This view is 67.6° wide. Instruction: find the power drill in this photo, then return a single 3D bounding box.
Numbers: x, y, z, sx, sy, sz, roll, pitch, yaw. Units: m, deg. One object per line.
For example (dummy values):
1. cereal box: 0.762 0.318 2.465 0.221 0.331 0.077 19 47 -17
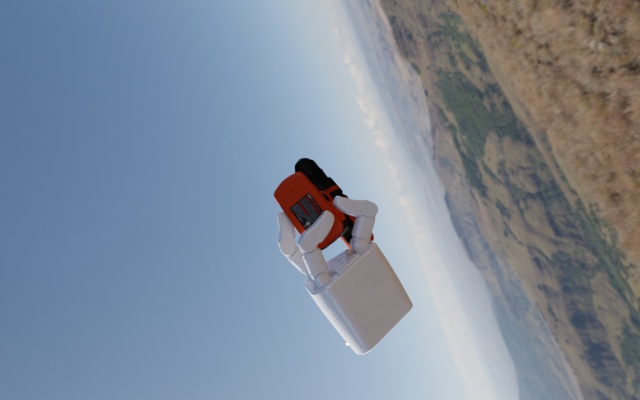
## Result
1. power drill: 0.000 0.003 0.715 0.057 0.184 0.187 -42 -12 13
